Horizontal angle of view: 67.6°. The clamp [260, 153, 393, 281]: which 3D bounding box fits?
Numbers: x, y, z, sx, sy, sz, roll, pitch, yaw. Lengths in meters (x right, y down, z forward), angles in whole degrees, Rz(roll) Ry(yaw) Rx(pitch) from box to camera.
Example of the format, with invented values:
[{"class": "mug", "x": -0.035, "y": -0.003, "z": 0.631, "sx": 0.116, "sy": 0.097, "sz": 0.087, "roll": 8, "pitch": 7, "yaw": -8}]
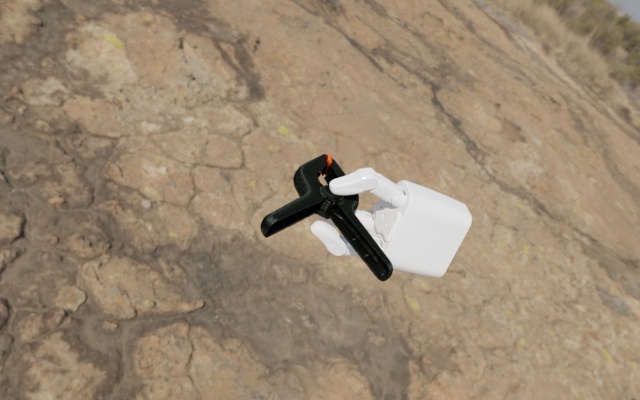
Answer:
[{"class": "clamp", "x": 0.001, "y": 0.001, "z": 0.602, "sx": 0.164, "sy": 0.036, "sz": 0.209, "roll": 20, "pitch": 33, "yaw": -23}]
